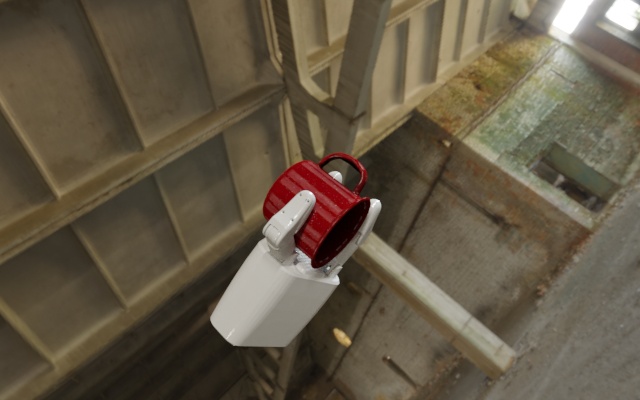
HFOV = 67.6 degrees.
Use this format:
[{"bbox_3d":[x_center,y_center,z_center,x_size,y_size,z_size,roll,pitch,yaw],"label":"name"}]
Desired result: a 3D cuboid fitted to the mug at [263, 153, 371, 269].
[{"bbox_3d":[0.001,0.000,0.506,0.081,0.117,0.093,39,10,19],"label":"mug"}]
